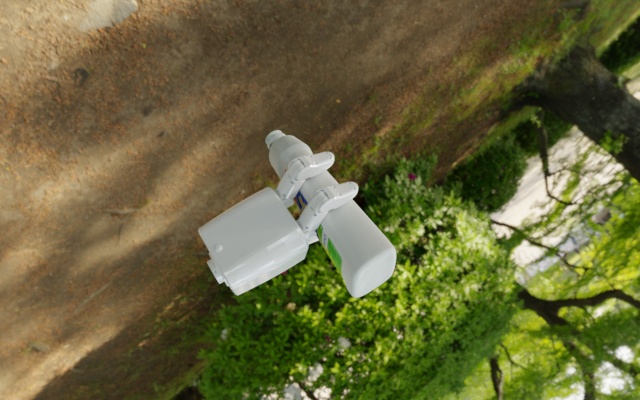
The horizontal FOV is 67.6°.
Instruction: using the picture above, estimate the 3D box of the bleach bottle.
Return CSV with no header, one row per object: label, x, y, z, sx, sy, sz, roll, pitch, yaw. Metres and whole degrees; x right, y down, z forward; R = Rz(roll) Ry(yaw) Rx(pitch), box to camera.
bleach bottle,0.000,0.002,0.637,0.068,0.250,0.103,-30,-29,-13
